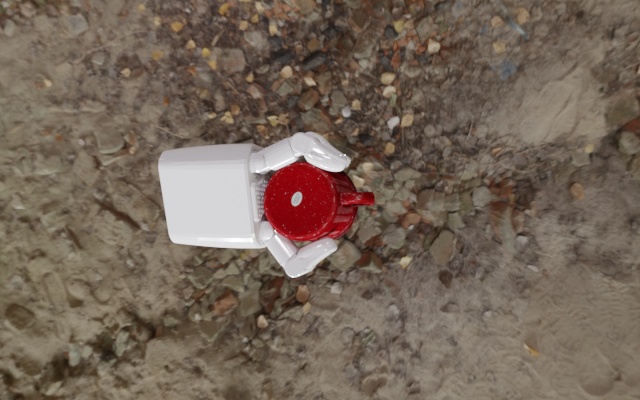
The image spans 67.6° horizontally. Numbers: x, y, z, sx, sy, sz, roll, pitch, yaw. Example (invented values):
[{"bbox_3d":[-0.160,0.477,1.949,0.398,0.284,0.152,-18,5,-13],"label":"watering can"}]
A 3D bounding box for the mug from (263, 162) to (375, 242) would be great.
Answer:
[{"bbox_3d":[0.001,0.002,0.517,0.117,0.093,0.081,-1,-2,16],"label":"mug"}]
